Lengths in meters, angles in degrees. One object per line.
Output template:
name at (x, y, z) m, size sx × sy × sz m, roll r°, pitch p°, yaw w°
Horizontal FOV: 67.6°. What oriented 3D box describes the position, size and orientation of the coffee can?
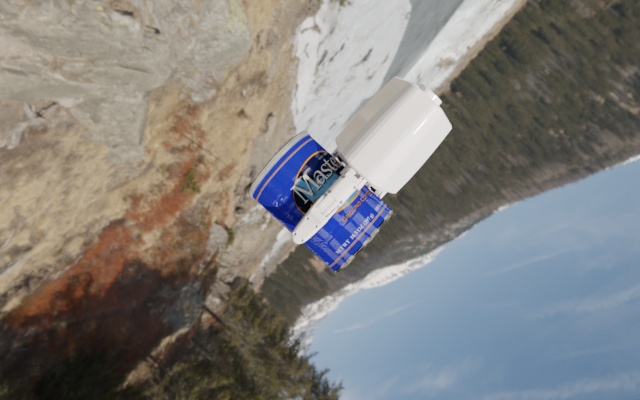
coffee can at (0.000, 0.002, 0.567) m, size 0.140 × 0.103 × 0.103 m, roll 42°, pitch 2°, yaw 2°
